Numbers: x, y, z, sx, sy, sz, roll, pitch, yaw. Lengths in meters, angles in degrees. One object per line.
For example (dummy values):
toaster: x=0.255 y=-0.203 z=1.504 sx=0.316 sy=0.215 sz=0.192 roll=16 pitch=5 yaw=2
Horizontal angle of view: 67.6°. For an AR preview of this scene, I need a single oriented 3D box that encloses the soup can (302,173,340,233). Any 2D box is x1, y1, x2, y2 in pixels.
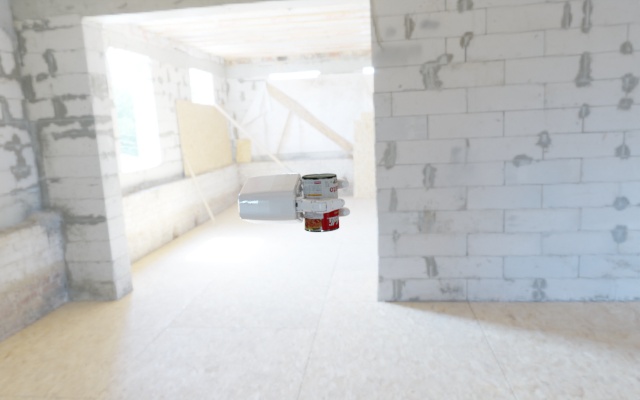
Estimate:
soup can: x=0.001 y=0.003 z=0.893 sx=0.068 sy=0.102 sz=0.068 roll=-3 pitch=10 yaw=1
